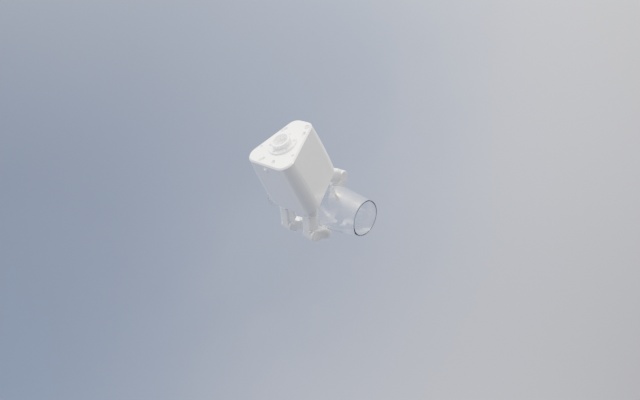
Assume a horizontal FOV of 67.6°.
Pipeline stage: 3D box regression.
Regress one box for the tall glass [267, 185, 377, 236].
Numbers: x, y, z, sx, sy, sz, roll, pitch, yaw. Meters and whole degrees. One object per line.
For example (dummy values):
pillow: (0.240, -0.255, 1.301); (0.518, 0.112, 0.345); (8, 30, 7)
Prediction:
tall glass: (0.000, 0.003, 0.840); (0.201, 0.079, 0.079); (20, 13, 38)
